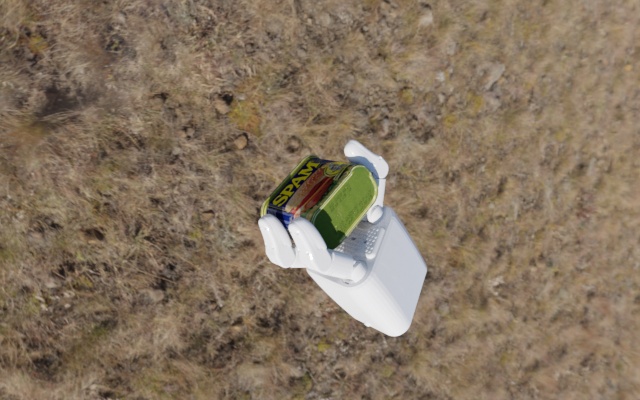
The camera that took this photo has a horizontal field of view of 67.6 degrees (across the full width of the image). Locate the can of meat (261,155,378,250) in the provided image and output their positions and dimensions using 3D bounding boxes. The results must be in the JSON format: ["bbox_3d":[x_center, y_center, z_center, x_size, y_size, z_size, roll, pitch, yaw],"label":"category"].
[{"bbox_3d":[0.000,0.002,0.512,0.084,0.102,0.057,13,-34,49],"label":"can of meat"}]
